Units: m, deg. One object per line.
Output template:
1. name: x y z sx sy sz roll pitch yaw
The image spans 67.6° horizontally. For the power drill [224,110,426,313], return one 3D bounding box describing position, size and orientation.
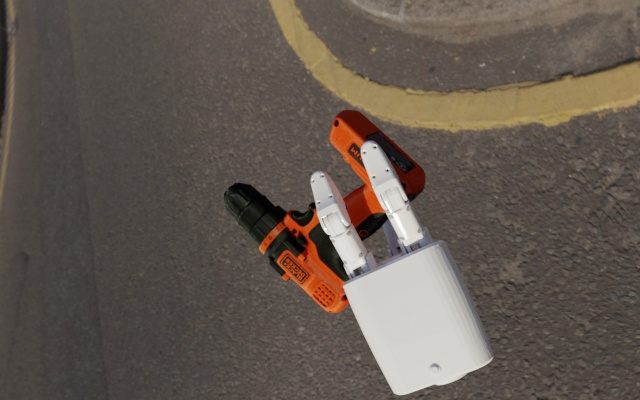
1. power drill: 0.000 0.001 0.491 0.184 0.188 0.057 42 32 8
